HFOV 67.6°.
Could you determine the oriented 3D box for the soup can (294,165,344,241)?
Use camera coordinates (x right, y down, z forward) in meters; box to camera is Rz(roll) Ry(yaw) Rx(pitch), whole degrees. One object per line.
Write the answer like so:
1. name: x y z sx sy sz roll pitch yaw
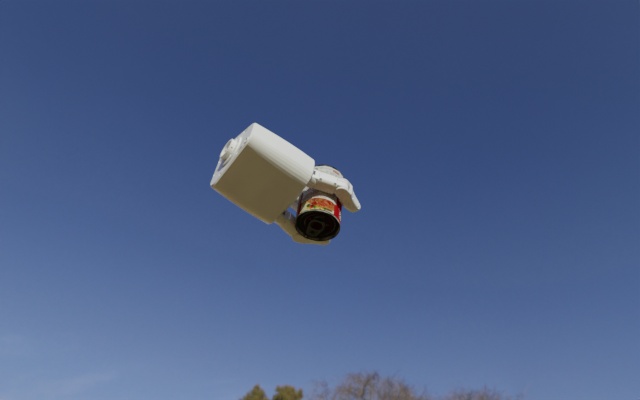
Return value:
1. soup can: 0.001 0.002 0.732 0.068 0.069 0.102 4 45 4
